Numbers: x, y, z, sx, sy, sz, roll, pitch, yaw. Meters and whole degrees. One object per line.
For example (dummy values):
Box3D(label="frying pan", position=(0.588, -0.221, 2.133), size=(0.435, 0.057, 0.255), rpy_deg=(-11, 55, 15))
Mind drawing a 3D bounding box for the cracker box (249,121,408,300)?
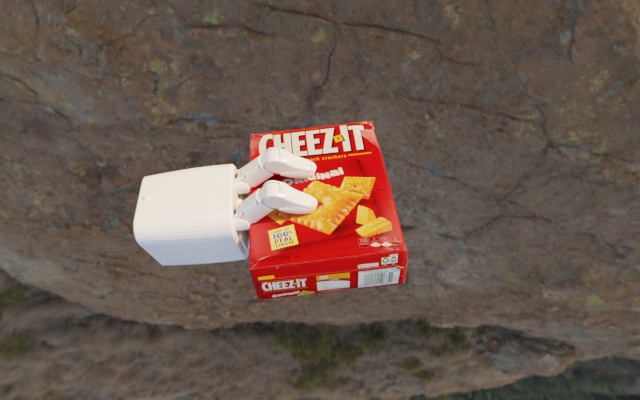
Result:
Box3D(label="cracker box", position=(0.000, 0.002, 0.567), size=(0.164, 0.213, 0.072), rpy_deg=(-6, -41, -1))
